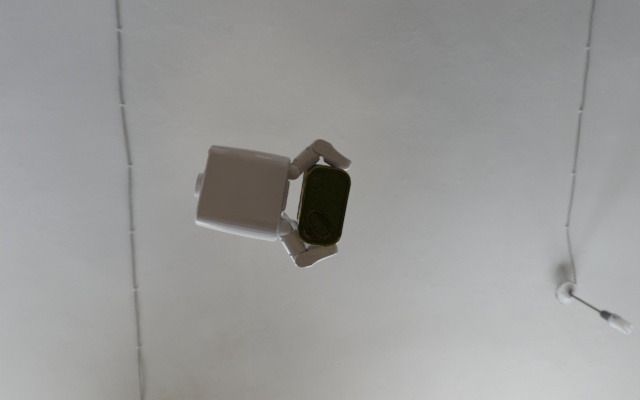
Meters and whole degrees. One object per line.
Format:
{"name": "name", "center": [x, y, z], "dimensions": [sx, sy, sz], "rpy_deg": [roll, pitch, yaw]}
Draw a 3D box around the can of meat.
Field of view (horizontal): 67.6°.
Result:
{"name": "can of meat", "center": [0.000, 0.002, 0.639], "dimensions": [0.057, 0.102, 0.084], "rpy_deg": [9, 7, -8]}
